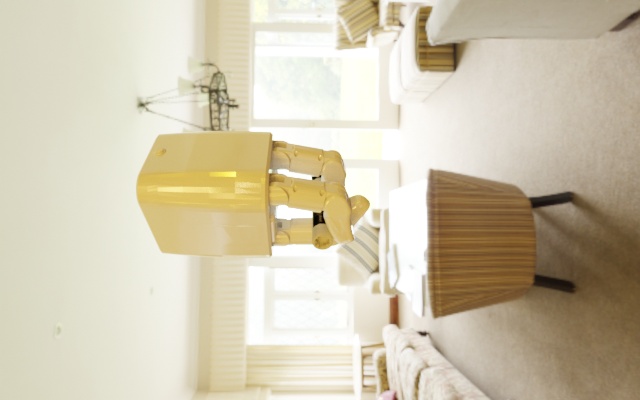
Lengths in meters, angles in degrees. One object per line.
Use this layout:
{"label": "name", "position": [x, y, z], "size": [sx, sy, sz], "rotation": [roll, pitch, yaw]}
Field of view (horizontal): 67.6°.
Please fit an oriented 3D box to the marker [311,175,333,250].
{"label": "marker", "position": [0.000, 0.002, 0.468], "size": [0.020, 0.020, 0.121], "rotation": [0, 36, -2]}
